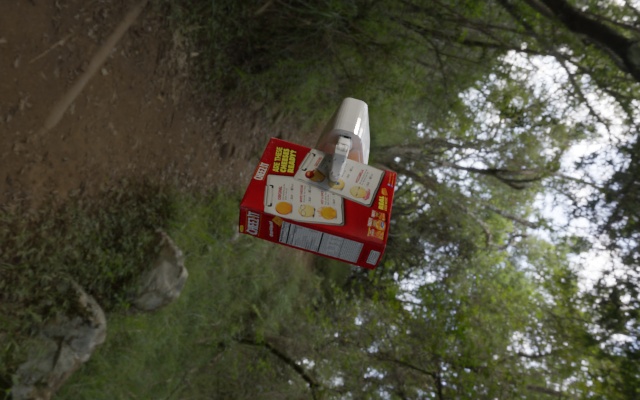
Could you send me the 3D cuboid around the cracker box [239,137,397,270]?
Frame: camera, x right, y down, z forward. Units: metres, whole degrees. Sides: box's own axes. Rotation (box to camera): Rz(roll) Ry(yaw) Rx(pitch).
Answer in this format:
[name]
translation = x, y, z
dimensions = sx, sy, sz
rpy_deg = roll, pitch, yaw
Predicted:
[cracker box]
translation = 0.000, 0.002, 0.737
dimensions = 0.213, 0.164, 0.072
rpy_deg = 15, -45, 1
